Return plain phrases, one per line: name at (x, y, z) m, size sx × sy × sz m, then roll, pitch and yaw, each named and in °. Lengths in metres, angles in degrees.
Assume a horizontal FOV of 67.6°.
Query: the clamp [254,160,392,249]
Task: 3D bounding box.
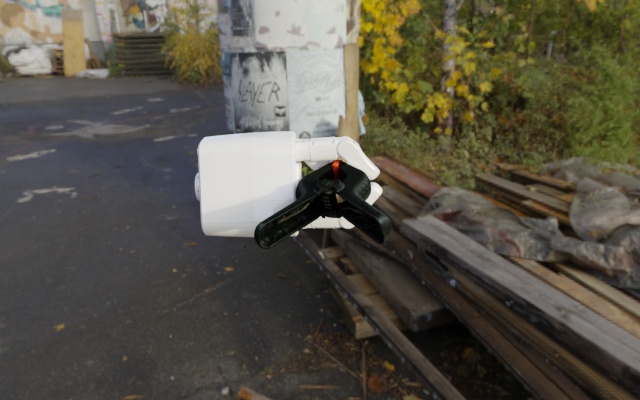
clamp at (0.000, 0.001, 0.474) m, size 0.120 × 0.039 × 0.171 m, roll -2°, pitch 21°, yaw 0°
